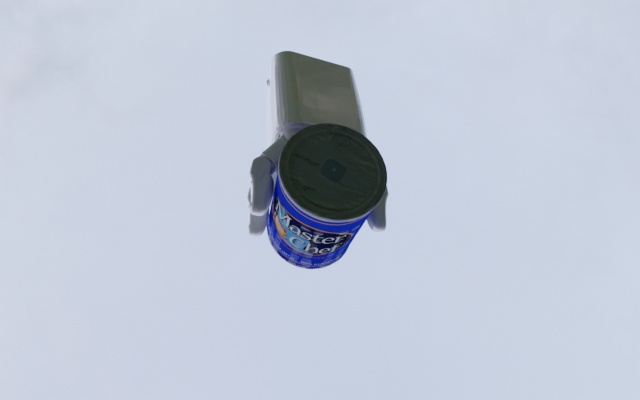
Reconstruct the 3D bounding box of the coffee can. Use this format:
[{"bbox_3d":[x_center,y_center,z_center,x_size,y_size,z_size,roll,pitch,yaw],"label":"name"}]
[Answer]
[{"bbox_3d":[0.000,0.002,0.500,0.103,0.102,0.140,0,-26,-12],"label":"coffee can"}]
